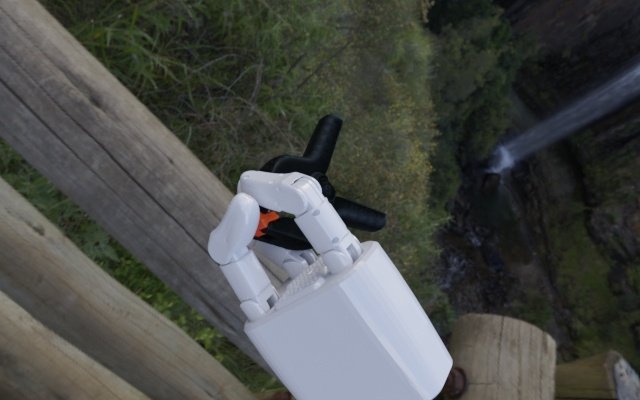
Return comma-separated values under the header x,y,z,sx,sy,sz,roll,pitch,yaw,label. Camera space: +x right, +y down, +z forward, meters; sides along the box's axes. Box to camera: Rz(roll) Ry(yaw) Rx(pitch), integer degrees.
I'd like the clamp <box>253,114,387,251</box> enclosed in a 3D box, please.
x,y,z,sx,sy,sz,roll,pitch,yaw,label
0.000,0.001,0.409,0.039,0.120,0.171,-30,8,41,clamp
